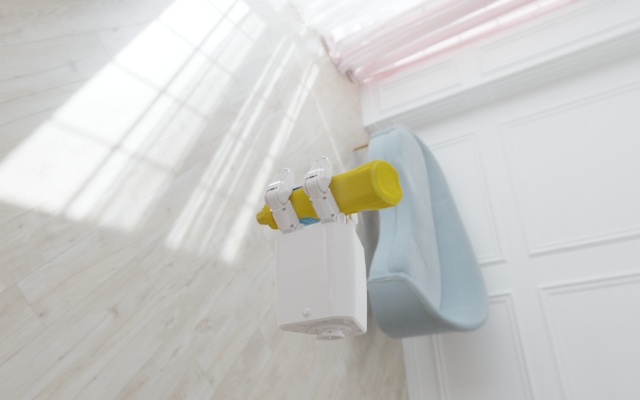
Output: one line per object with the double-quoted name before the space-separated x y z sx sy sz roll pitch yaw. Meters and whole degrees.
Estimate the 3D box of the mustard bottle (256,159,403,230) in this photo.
"mustard bottle" 0.000 0.002 0.603 0.191 0.058 0.096 -16 -5 27
